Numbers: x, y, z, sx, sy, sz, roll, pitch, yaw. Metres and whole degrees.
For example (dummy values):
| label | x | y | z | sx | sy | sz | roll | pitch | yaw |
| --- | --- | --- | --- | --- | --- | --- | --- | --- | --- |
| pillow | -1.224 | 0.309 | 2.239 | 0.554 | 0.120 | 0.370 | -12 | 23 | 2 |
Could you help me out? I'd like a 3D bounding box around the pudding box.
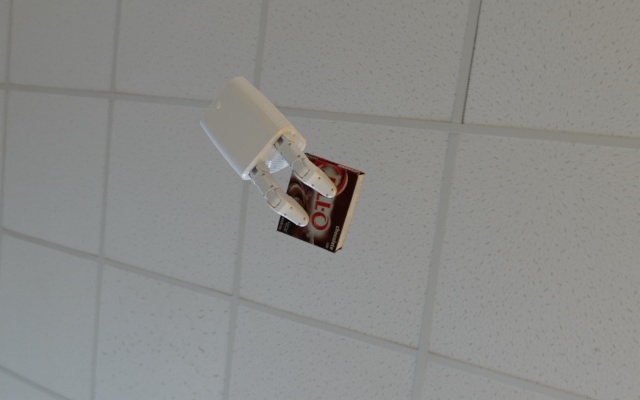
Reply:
| label | x | y | z | sx | sy | sz | roll | pitch | yaw |
| --- | --- | --- | --- | --- | --- | --- | --- | --- | --- |
| pudding box | 0.000 | 0.002 | 0.639 | 0.090 | 0.113 | 0.039 | 20 | 14 | 20 |
